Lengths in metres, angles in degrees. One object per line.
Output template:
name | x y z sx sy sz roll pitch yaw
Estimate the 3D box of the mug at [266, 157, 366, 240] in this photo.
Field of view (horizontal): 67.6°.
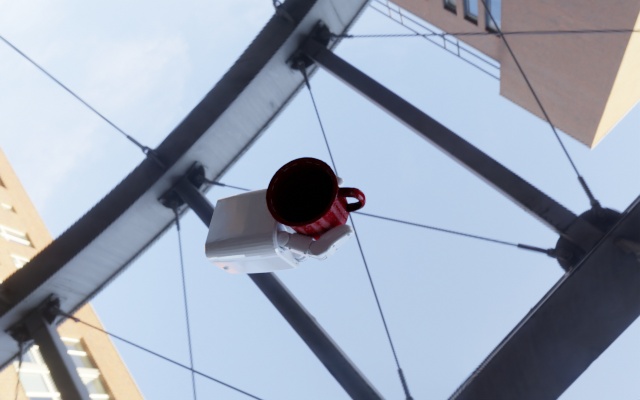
mug | 0.002 0.002 0.608 0.117 0.093 0.081 -8 -24 17
